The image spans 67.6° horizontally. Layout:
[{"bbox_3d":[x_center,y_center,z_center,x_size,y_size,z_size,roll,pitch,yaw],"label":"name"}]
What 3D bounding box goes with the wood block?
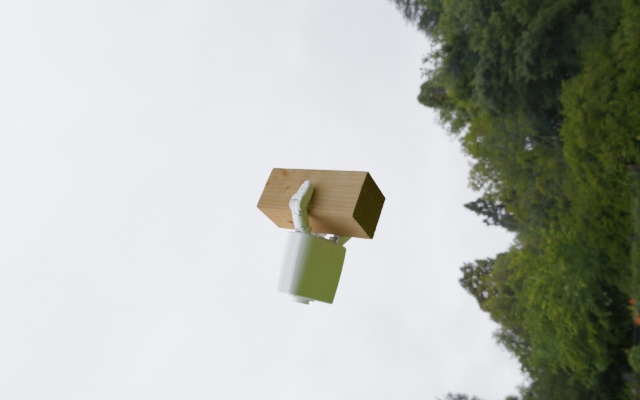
[{"bbox_3d":[0.000,0.003,0.870,0.206,0.090,0.091,5,-28,33],"label":"wood block"}]
